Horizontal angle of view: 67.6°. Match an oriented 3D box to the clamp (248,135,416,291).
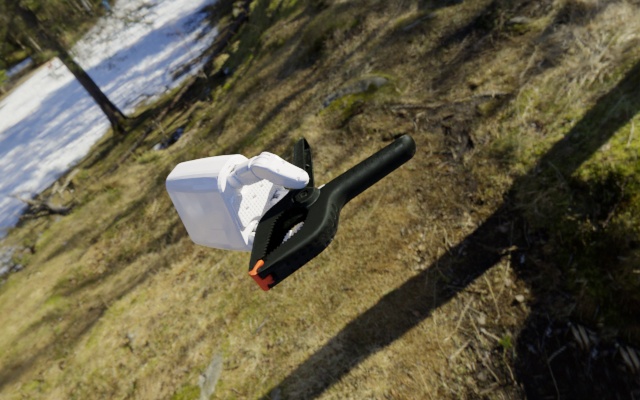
[{"bbox_3d":[-0.001,0.001,0.494,0.164,0.210,0.036,-2,-44,38],"label":"clamp"}]
